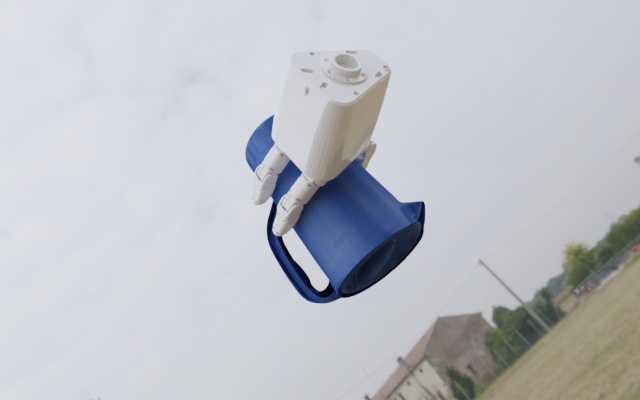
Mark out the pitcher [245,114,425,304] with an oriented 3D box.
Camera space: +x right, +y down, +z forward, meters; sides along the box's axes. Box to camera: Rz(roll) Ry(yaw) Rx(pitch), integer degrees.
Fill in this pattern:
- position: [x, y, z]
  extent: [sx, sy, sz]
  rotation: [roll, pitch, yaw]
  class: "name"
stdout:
- position: [0.000, 0.002, 0.617]
  extent: [0.149, 0.242, 0.145]
  rotation: [-25, -30, -30]
  class: "pitcher"
